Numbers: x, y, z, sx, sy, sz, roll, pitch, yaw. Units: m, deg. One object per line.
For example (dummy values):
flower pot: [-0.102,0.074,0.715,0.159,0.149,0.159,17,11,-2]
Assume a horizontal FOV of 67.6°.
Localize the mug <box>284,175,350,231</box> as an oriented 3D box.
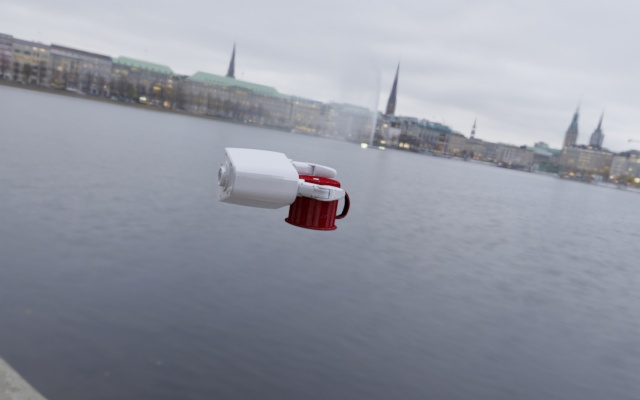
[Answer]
mug: [0.001,0.003,0.829,0.117,0.081,0.093,5,9,-26]
